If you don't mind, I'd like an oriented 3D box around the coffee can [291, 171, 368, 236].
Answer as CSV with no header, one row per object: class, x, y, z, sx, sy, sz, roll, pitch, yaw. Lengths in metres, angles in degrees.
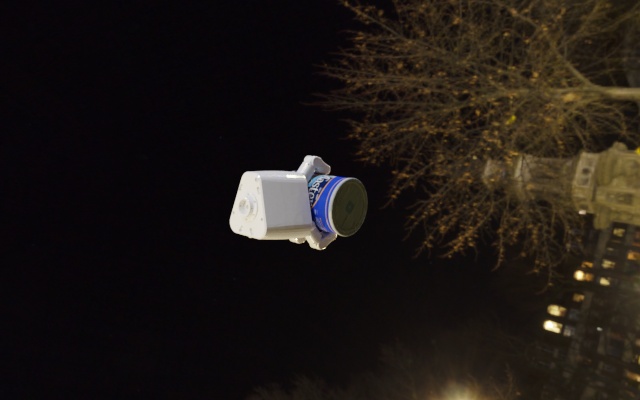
coffee can,0.000,0.003,0.875,0.140,0.103,0.103,10,7,41
